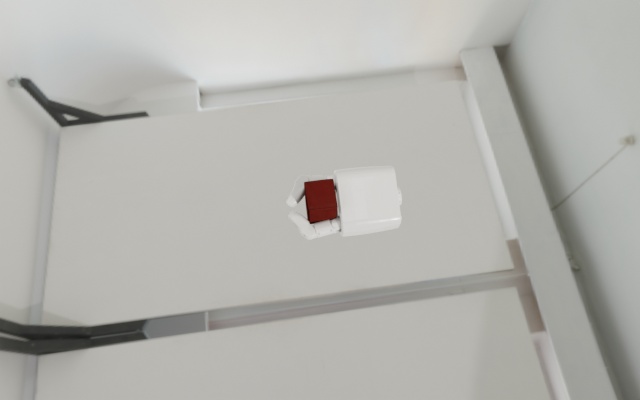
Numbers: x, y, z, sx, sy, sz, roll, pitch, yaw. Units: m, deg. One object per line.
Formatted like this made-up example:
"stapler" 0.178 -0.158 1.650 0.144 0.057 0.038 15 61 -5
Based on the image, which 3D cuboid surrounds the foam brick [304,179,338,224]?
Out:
"foam brick" 0.000 0.003 0.821 0.051 0.053 0.078 -7 -20 -2
